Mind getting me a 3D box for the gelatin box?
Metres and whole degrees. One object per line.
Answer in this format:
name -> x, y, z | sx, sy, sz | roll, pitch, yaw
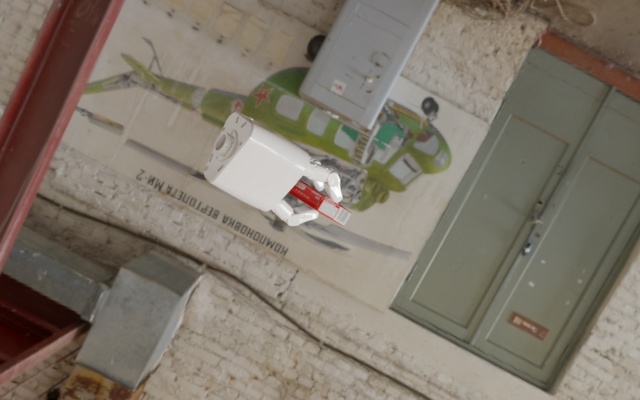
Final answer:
gelatin box -> 0.000, 0.003, 0.793 | 0.073, 0.030, 0.089 | 33, 1, 39
